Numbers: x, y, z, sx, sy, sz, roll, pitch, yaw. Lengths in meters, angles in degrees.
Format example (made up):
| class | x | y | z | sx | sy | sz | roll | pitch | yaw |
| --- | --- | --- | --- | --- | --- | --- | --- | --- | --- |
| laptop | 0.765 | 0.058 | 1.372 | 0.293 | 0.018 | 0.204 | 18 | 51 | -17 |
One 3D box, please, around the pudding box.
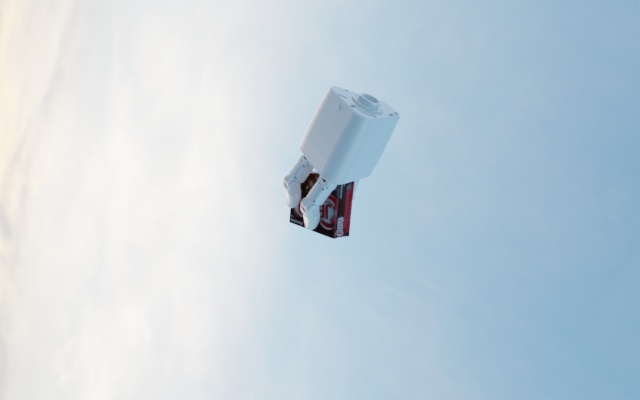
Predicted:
| class | x | y | z | sx | sy | sz | roll | pitch | yaw |
| --- | --- | --- | --- | --- | --- | --- | --- | --- | --- |
| pudding box | 0.000 | 0.002 | 0.745 | 0.039 | 0.090 | 0.113 | -3 | 13 | -39 |
